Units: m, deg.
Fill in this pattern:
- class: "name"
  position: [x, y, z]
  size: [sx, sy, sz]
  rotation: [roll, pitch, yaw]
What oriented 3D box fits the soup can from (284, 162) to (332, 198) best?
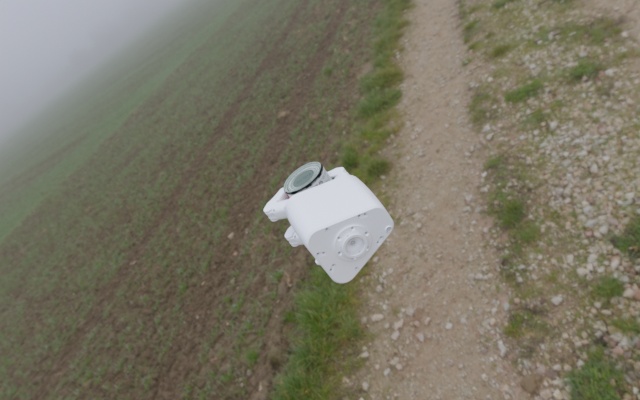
- class: "soup can"
  position: [0.000, 0.002, 0.703]
  size: [0.068, 0.102, 0.068]
  rotation: [-27, 29, 17]
